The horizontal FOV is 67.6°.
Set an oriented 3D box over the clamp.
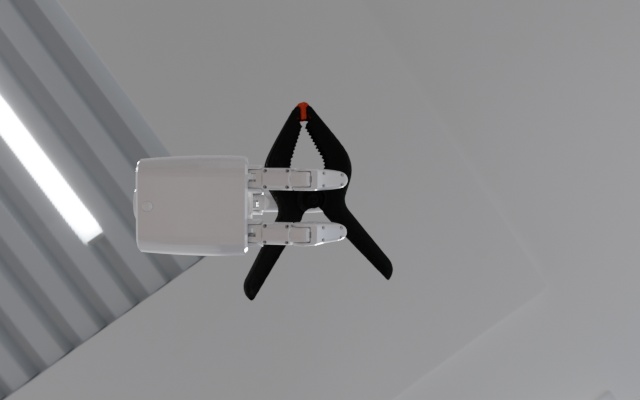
[{"bbox_3d":[0.000,0.001,0.518,0.164,0.210,0.036,0,3,-11],"label":"clamp"}]
